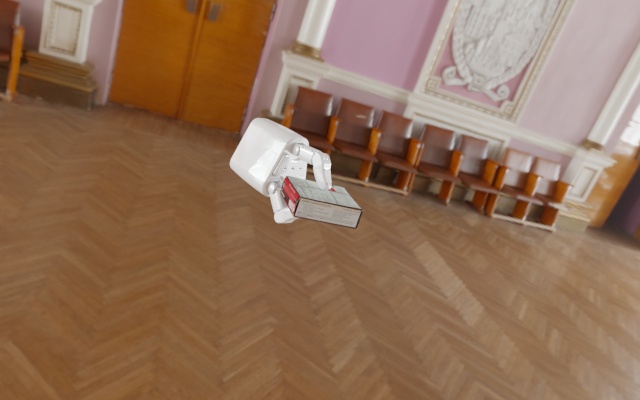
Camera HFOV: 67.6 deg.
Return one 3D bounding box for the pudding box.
[{"bbox_3d":[0.000,0.002,0.761,0.113,0.039,0.090,10,21,-23],"label":"pudding box"}]
